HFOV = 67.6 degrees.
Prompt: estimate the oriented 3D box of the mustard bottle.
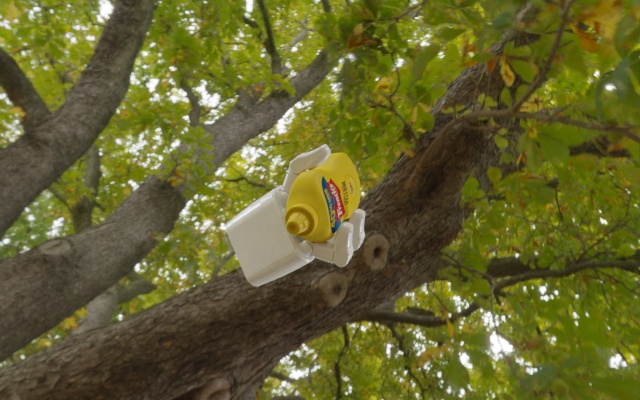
[{"bbox_3d":[0.000,0.002,0.648,0.058,0.096,0.191,-4,17,23],"label":"mustard bottle"}]
